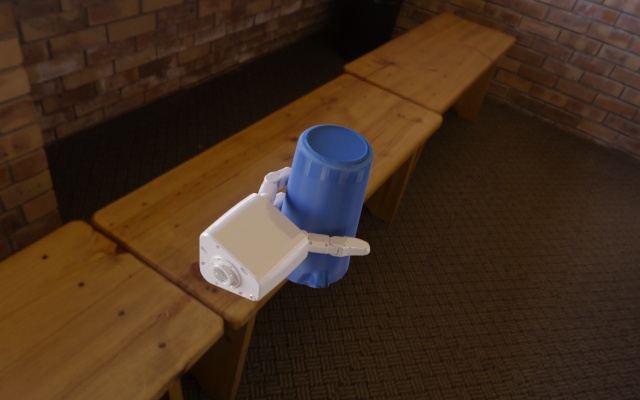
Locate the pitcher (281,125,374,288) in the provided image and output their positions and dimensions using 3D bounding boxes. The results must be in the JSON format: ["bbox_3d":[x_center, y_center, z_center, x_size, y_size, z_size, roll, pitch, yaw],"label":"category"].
[{"bbox_3d":[0.000,0.003,0.744,0.149,0.243,0.145,31,44,20],"label":"pitcher"}]
